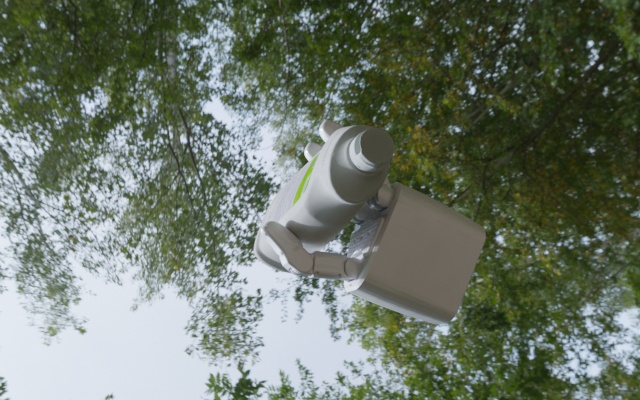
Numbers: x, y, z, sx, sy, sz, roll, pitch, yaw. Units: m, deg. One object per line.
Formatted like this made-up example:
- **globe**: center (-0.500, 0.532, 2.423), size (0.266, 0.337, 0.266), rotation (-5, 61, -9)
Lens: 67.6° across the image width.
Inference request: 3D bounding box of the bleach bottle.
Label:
- **bleach bottle**: center (0.000, 0.001, 0.460), size (0.068, 0.102, 0.251), rotation (23, -22, -11)
